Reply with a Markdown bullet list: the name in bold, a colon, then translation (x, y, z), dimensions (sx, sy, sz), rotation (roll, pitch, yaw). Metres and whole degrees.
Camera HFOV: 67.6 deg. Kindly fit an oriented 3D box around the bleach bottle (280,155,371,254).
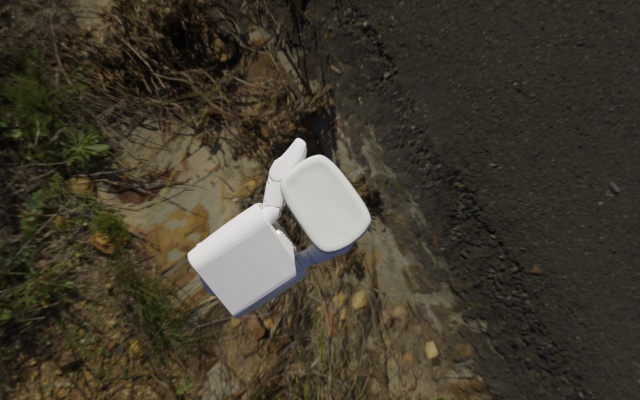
- **bleach bottle**: translation (0.000, 0.002, 0.603), dimensions (0.068, 0.102, 0.251), rotation (-35, 1, -1)
